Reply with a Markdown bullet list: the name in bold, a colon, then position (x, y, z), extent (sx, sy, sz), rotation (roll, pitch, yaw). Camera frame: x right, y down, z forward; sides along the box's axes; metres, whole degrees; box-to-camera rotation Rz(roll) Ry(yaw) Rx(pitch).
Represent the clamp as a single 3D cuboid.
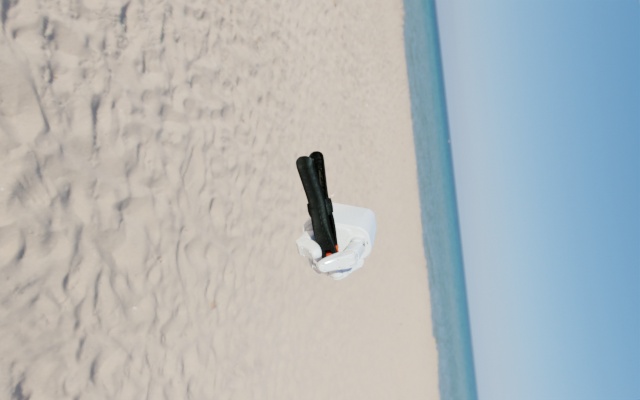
- **clamp**: position (0.001, 0.003, 0.737), extent (0.039, 0.171, 0.120), rotation (-6, 17, 16)
